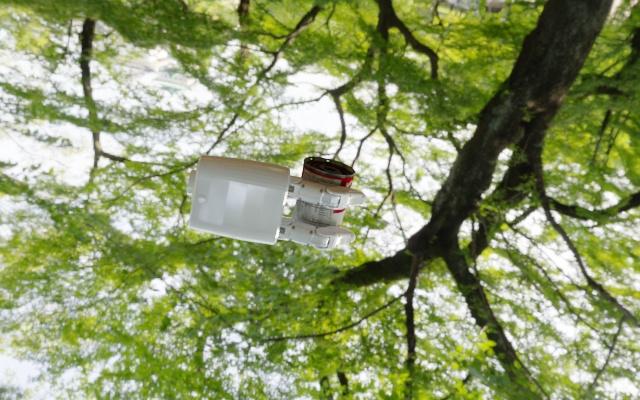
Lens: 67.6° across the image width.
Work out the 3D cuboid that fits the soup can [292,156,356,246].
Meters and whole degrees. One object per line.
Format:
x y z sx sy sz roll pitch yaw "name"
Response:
0.001 0.002 0.620 0.068 0.102 0.068 12 19 -4 "soup can"
